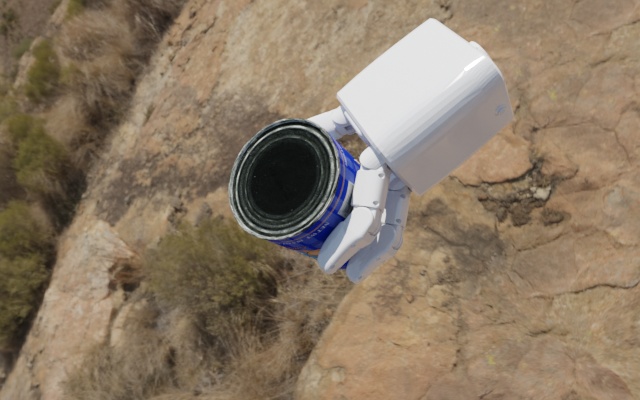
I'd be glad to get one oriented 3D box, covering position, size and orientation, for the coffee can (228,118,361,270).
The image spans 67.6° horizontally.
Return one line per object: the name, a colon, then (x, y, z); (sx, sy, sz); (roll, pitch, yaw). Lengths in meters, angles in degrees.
coffee can: (0.000, 0.002, 0.435); (0.103, 0.102, 0.140); (0, -17, 28)
